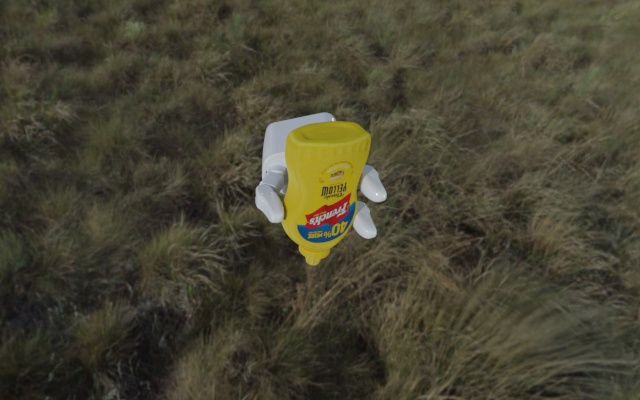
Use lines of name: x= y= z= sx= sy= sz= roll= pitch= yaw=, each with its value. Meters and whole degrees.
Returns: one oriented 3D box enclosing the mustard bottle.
mustard bottle: x=0.000 y=0.002 z=0.579 sx=0.096 sy=0.192 sz=0.058 roll=-13 pitch=40 yaw=-27
